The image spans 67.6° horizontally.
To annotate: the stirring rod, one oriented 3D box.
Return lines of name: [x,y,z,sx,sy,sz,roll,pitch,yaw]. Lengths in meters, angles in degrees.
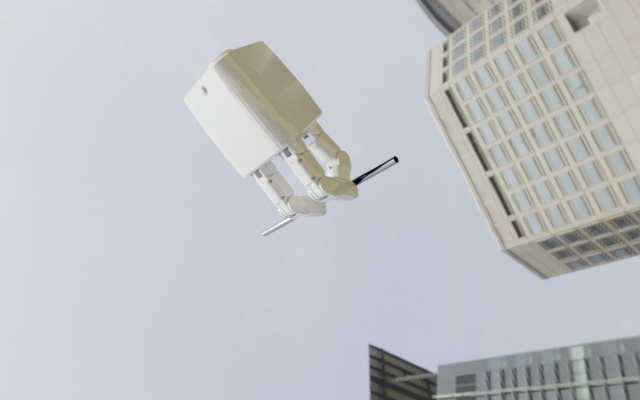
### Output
stirring rod: [0.000,0.002,0.560,0.011,0.011,0.239,0,-21,-42]
